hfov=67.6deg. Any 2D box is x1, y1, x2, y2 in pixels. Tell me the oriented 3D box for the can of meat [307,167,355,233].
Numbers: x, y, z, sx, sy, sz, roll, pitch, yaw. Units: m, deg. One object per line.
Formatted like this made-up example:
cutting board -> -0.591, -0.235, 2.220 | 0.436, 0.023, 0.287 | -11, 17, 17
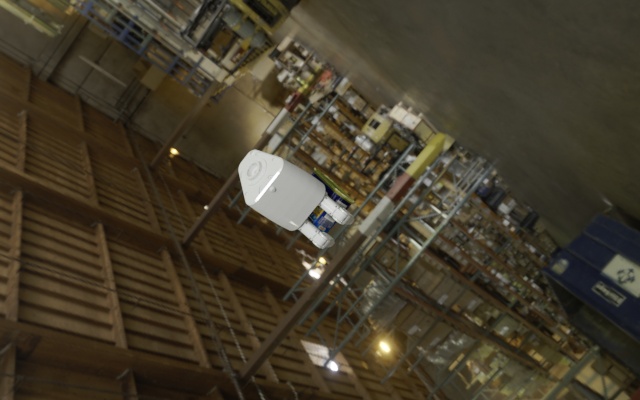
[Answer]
can of meat -> 0.000, 0.003, 0.870 | 0.057, 0.084, 0.102 | 32, 10, -47
